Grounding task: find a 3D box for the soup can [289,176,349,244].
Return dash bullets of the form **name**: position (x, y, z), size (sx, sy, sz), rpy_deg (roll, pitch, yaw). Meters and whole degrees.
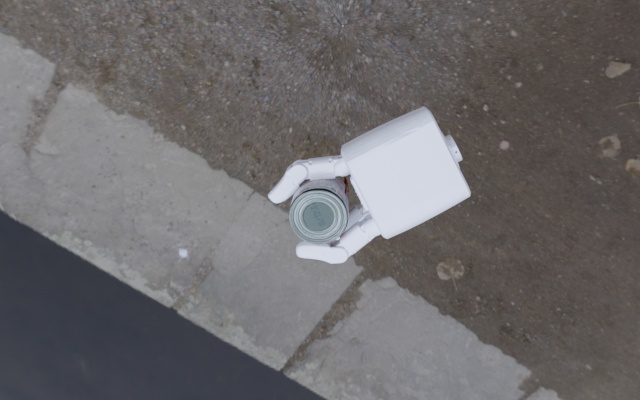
- **soup can**: position (0.000, 0.002, 0.569), size (0.068, 0.068, 0.102), rpy_deg (0, 20, 3)
